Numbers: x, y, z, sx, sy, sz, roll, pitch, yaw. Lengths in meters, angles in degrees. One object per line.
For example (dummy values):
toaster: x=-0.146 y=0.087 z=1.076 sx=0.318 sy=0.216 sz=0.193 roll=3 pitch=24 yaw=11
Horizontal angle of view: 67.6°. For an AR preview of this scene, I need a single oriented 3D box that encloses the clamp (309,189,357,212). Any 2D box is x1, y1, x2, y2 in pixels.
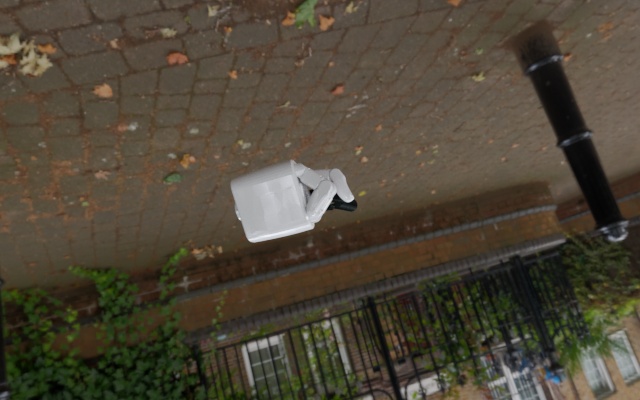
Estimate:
clamp: x=0.000 y=0.003 z=0.864 sx=0.120 sy=0.039 sz=0.171 roll=-13 pitch=-14 yaw=7
